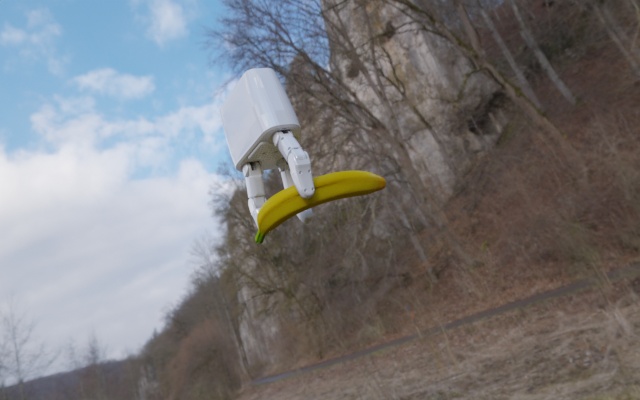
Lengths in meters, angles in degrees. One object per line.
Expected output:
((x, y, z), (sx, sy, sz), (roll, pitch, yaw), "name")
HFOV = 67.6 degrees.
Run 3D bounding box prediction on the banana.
((-0.005, -0.004, 0.637), (0.198, 0.037, 0.070), (-22, -25, -4), "banana")
